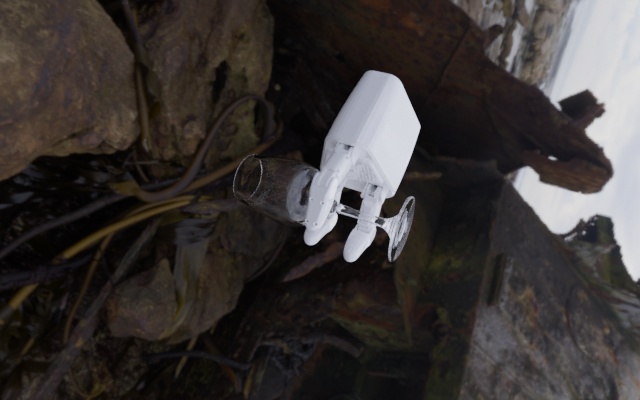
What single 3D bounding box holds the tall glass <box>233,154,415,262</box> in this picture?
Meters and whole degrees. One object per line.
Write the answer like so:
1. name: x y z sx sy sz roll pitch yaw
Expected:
1. tall glass: 0.001 0.002 0.546 0.201 0.079 0.079 18 7 21
